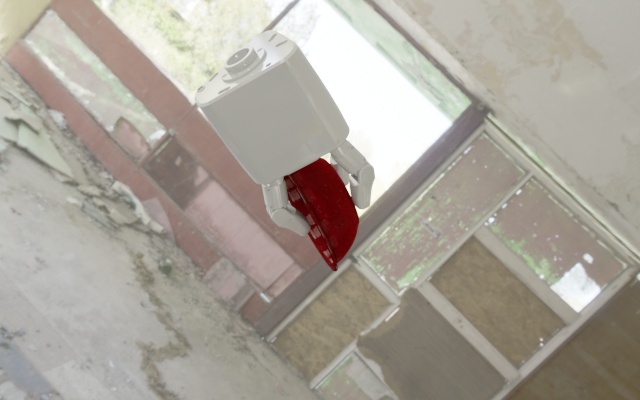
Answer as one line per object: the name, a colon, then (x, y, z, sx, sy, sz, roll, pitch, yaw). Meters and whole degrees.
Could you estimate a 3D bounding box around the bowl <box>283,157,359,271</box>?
bowl: (0.001, 0.002, 0.573, 0.055, 0.162, 0.162, -29, 4, -8)
